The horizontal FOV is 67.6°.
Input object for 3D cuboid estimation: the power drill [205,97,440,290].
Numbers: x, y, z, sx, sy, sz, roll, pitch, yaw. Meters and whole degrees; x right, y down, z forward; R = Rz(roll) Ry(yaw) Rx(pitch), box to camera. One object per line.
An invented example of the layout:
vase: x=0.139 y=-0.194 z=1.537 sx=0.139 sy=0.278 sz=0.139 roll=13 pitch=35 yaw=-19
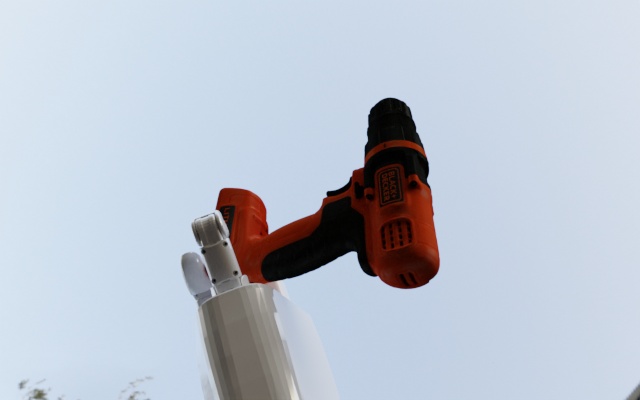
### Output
power drill: x=0.000 y=0.002 z=0.401 sx=0.188 sy=0.184 sz=0.057 roll=-18 pitch=-45 yaw=21
